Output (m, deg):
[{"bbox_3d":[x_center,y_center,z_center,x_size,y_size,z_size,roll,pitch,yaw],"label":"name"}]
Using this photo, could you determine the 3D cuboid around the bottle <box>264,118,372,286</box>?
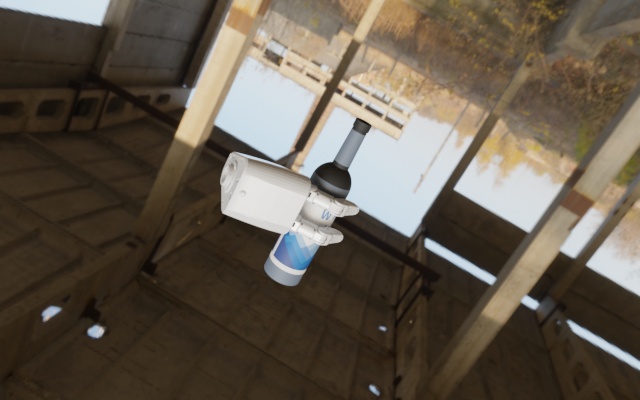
[{"bbox_3d":[0.000,0.003,0.774,0.069,0.296,0.069,26,18,-9],"label":"bottle"}]
